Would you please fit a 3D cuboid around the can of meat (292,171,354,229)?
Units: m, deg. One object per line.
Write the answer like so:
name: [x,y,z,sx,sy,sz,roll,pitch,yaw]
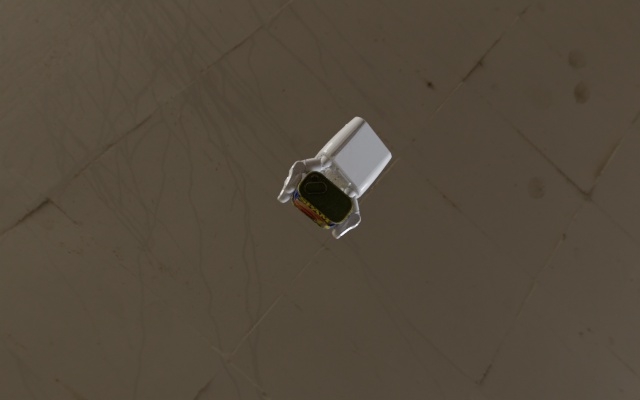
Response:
can of meat: [0.000,0.003,0.869,0.102,0.057,0.084,40,-19,-3]
